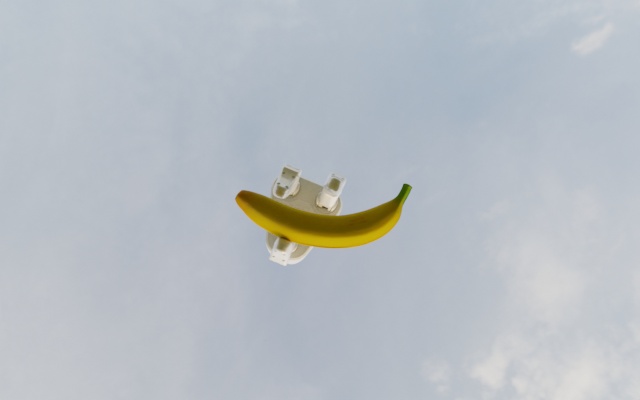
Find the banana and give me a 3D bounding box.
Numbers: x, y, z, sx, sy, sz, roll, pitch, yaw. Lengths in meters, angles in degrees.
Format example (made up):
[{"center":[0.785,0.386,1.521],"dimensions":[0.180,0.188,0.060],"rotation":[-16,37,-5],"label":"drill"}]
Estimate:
[{"center":[0.004,0.020,0.536],"dimensions":[0.198,0.069,0.037],"rotation":[-2,-8,-4],"label":"banana"}]
